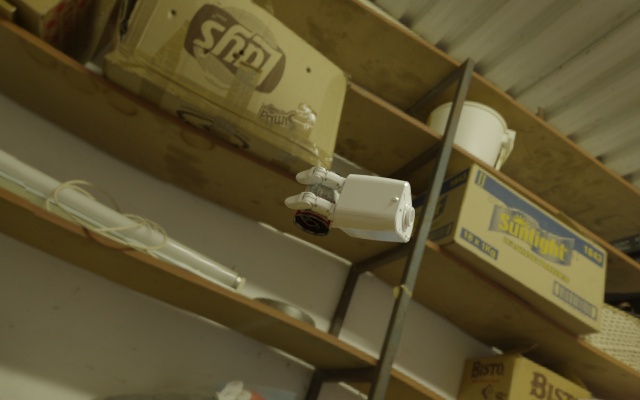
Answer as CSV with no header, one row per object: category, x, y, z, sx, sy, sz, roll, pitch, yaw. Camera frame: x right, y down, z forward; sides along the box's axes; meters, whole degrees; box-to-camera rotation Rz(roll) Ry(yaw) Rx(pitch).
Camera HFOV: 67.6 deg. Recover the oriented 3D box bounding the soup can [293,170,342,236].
soup can,0.000,0.003,0.851,0.068,0.102,0.068,16,-29,9
